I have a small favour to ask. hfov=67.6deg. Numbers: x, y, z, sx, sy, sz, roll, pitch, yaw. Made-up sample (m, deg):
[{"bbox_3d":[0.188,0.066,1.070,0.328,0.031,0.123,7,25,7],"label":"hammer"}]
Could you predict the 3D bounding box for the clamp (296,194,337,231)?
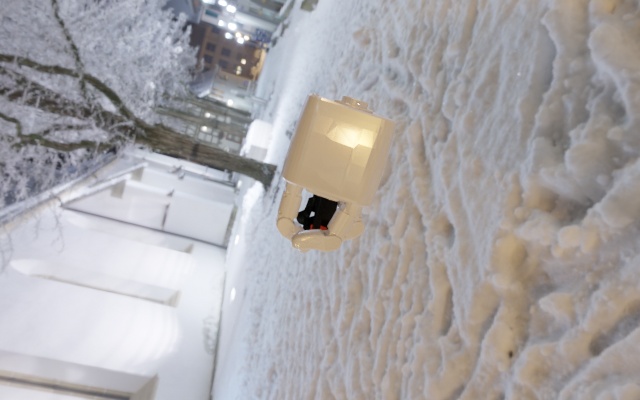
[{"bbox_3d":[0.000,0.002,0.670,0.039,0.120,0.171,14,14,-12],"label":"clamp"}]
